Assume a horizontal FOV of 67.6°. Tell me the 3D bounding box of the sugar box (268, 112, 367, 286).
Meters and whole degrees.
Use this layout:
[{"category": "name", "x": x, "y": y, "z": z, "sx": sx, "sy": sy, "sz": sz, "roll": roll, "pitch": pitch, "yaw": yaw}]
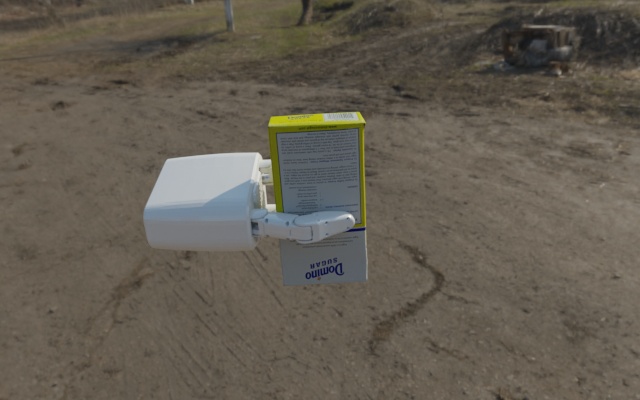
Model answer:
[{"category": "sugar box", "x": 0.000, "y": 0.001, "z": 0.494, "sx": 0.093, "sy": 0.176, "sz": 0.048, "roll": -3, "pitch": 25, "yaw": 0}]
